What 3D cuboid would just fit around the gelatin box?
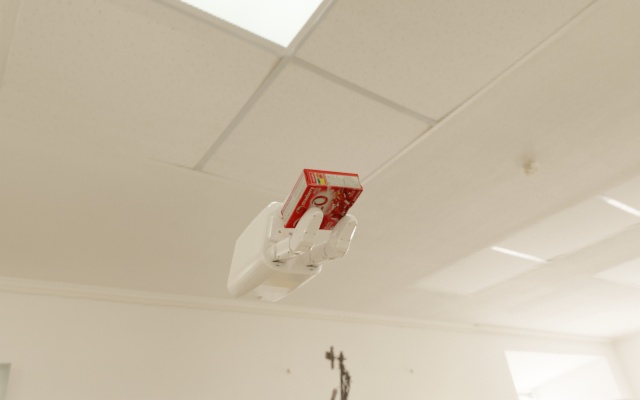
[{"bbox_3d":[0.000,0.001,0.589,0.073,0.030,0.089,4,-40,-25],"label":"gelatin box"}]
